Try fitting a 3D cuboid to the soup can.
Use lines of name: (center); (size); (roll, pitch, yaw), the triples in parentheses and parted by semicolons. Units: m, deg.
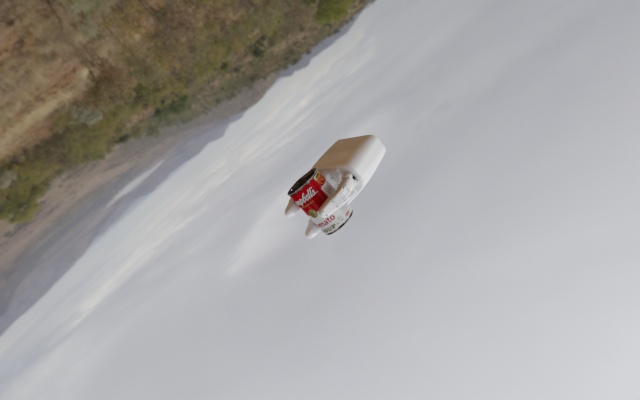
soup can: (0.000, 0.003, 0.842); (0.068, 0.102, 0.068); (-39, 15, 12)
